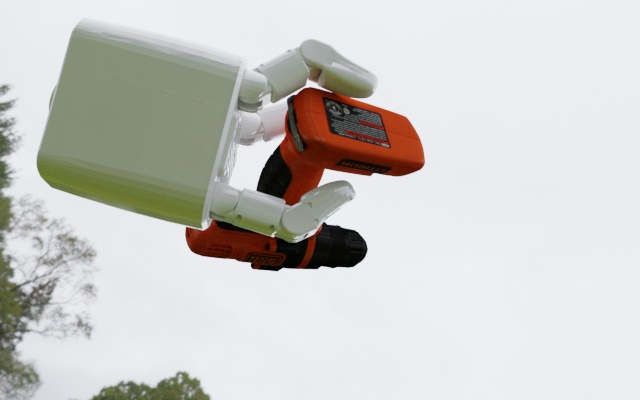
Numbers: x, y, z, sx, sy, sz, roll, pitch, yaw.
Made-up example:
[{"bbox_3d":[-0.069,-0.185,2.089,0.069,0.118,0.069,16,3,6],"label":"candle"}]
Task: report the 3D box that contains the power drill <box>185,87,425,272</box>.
[{"bbox_3d":[0.000,0.001,0.402,0.184,0.057,0.188,9,-39,-31],"label":"power drill"}]
